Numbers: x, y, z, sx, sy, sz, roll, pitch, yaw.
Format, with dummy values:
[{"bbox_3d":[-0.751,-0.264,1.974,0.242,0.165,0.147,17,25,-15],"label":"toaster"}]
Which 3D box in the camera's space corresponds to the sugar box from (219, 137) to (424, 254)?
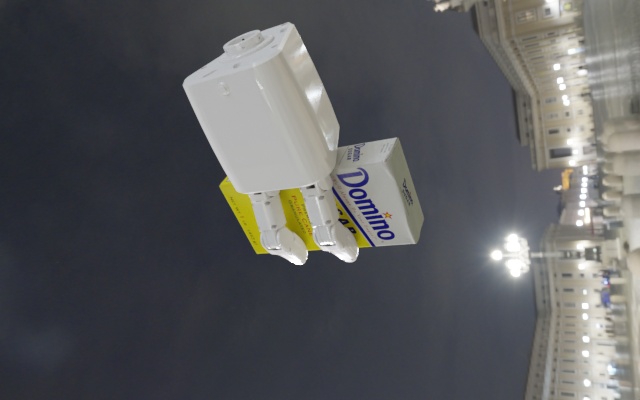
[{"bbox_3d":[0.000,0.002,0.457,0.176,0.093,0.048,-6,34,30],"label":"sugar box"}]
